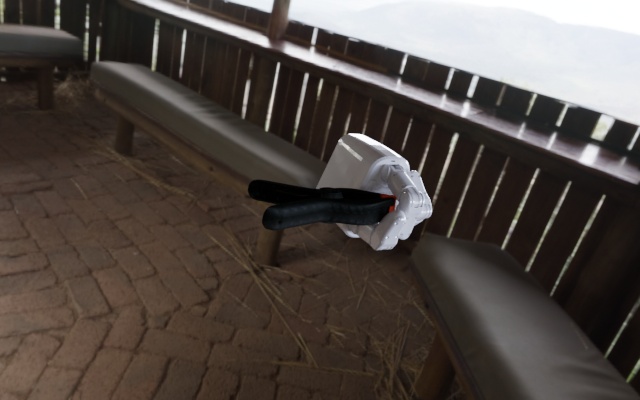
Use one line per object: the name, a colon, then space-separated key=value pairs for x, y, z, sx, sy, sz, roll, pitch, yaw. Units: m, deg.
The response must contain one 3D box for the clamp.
clamp: x=0.000 y=0.001 z=0.543 sx=0.171 sy=0.039 sz=0.120 roll=2 pitch=23 yaw=-26
